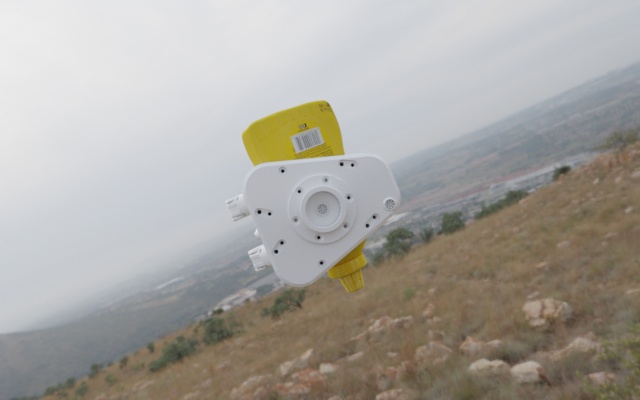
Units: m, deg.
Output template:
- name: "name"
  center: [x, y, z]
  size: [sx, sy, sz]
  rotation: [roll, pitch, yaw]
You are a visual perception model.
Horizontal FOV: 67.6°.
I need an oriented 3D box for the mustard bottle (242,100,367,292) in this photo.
- name: "mustard bottle"
  center: [0.000, 0.001, 0.481]
  size: [0.096, 0.191, 0.058]
  rotation: [-24, 2, -28]
